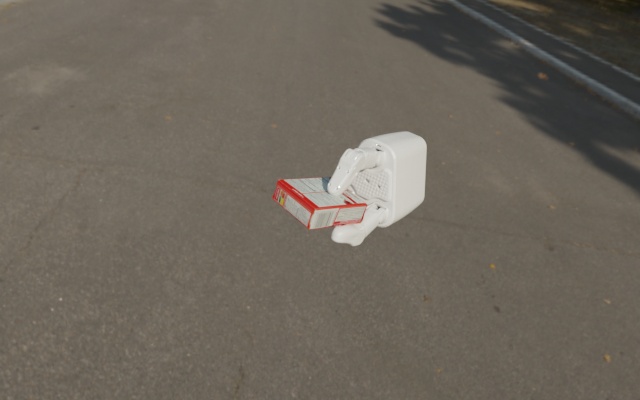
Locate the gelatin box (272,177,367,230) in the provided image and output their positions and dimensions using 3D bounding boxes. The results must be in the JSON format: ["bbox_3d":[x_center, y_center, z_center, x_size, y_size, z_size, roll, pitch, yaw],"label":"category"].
[{"bbox_3d":[0.000,0.001,0.568,0.089,0.030,0.073,-5,32,-43],"label":"gelatin box"}]
